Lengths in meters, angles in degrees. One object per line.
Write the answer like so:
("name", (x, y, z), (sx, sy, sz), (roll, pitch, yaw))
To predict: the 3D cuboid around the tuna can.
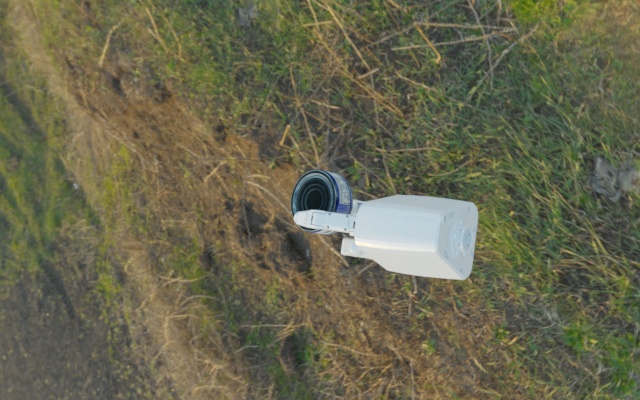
("tuna can", (0.000, 0.002, 0.640), (0.086, 0.086, 0.034), (0, -7, 43))
